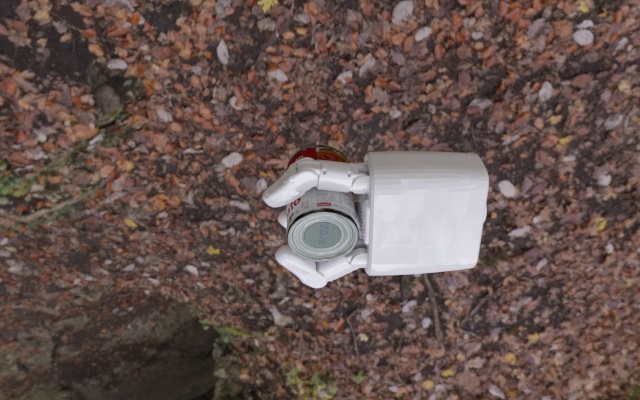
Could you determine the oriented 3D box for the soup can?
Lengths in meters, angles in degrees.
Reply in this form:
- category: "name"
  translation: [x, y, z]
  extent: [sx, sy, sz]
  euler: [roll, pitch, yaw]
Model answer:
- category: "soup can"
  translation: [0.000, 0.002, 0.471]
  extent: [0.068, 0.069, 0.102]
  euler: [0, 41, -4]
